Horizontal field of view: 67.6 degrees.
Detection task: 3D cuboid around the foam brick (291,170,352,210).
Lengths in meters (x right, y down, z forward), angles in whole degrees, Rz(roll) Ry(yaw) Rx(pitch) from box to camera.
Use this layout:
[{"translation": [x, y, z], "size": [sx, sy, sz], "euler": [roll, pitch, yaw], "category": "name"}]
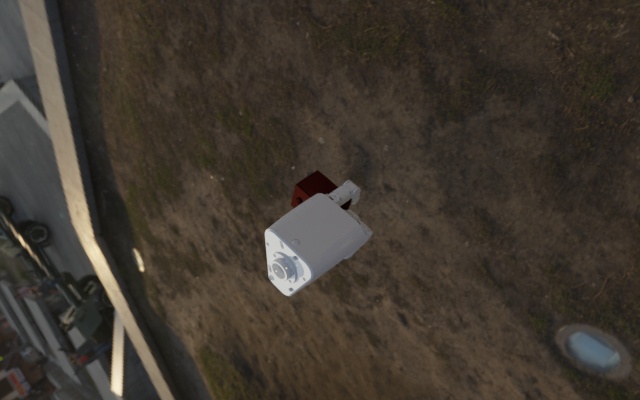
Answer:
[{"translation": [0.000, 0.002, 0.742], "size": [0.078, 0.053, 0.051], "euler": [41, 53, 20], "category": "foam brick"}]
